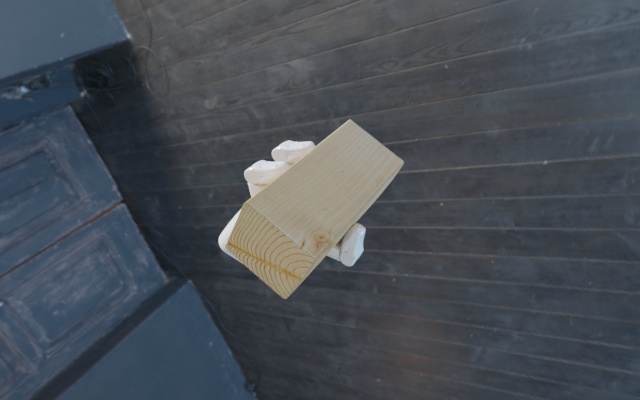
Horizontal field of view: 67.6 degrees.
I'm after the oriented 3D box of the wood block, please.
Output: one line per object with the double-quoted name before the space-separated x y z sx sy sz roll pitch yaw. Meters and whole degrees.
"wood block" 0.000 0.002 0.552 0.206 0.091 0.090 -44 -9 -43
